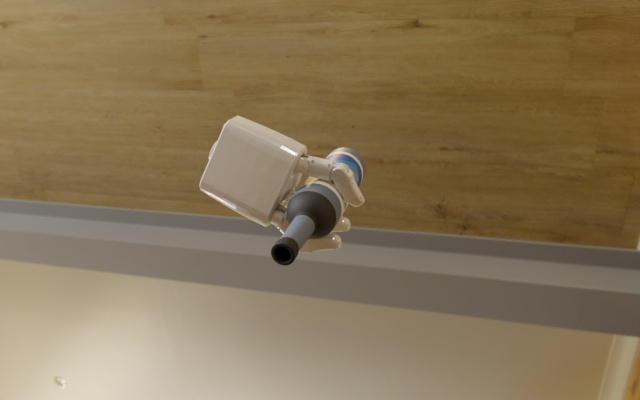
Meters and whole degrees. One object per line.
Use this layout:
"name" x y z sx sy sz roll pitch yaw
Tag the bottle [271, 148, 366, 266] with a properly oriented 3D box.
"bottle" 0.000 0.002 0.634 0.069 0.069 0.295 0 22 17
